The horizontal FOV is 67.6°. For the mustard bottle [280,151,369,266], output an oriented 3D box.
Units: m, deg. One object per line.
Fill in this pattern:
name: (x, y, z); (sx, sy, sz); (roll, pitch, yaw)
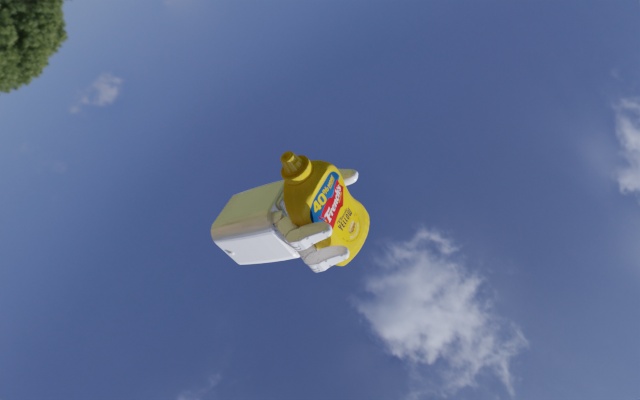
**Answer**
mustard bottle: (0.001, 0.002, 0.652); (0.058, 0.096, 0.192); (11, -30, 40)
